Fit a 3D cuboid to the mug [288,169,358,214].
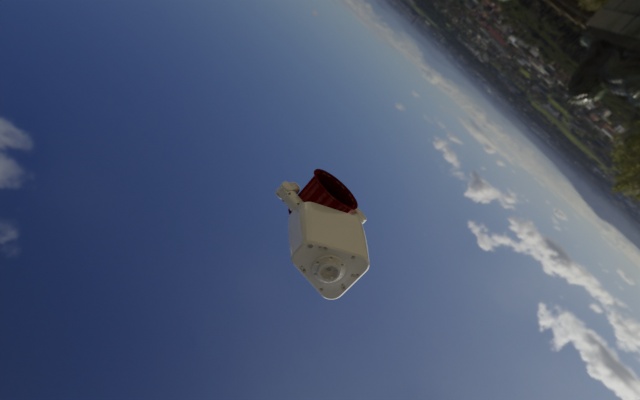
[{"bbox_3d":[0.000,0.002,0.803,0.093,0.081,0.117,35,21,-20],"label":"mug"}]
